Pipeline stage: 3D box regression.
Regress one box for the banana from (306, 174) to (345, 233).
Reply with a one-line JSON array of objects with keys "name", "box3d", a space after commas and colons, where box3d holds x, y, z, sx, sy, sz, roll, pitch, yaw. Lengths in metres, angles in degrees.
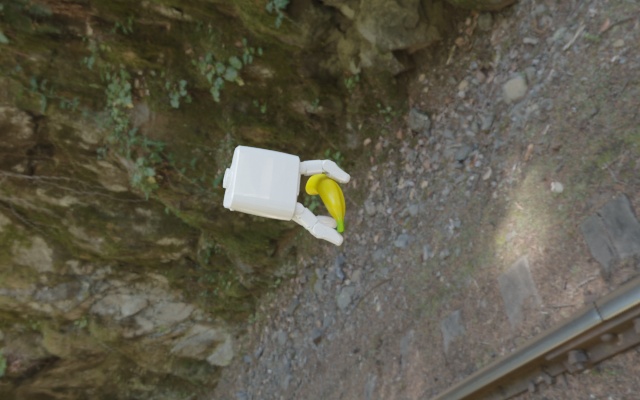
[{"name": "banana", "box3d": [0.006, -0.013, 0.870, 0.037, 0.070, 0.197, 9, 19, -19]}]
